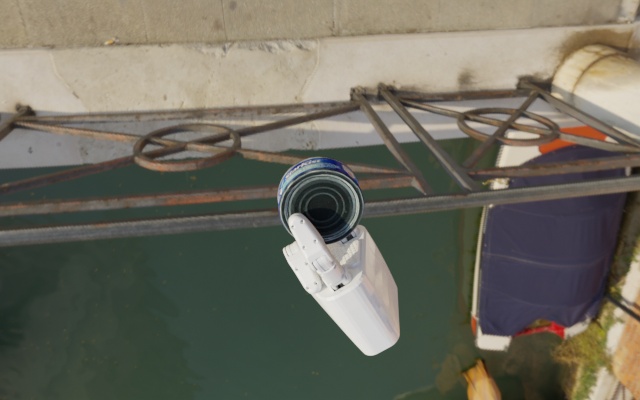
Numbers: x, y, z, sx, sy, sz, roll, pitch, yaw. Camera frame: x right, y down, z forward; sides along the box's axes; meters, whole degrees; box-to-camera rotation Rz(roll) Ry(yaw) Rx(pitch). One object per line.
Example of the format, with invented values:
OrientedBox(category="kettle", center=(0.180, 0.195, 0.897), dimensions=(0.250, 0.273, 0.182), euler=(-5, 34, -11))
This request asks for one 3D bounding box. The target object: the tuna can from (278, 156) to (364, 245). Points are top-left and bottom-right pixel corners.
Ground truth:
OrientedBox(category="tuna can", center=(0.000, 0.002, 0.478), dimensions=(0.086, 0.086, 0.033), euler=(0, 25, -6))
